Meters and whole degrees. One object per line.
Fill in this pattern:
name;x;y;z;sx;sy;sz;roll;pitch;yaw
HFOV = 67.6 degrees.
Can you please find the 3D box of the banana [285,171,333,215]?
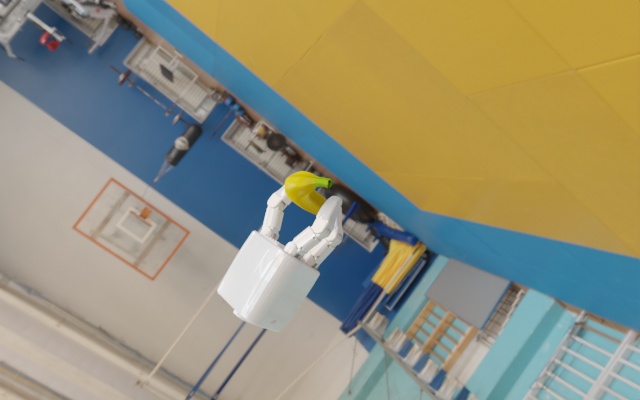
banana;-0.017;-0.007;0.696;0.069;0.037;0.198;27;-8;8
